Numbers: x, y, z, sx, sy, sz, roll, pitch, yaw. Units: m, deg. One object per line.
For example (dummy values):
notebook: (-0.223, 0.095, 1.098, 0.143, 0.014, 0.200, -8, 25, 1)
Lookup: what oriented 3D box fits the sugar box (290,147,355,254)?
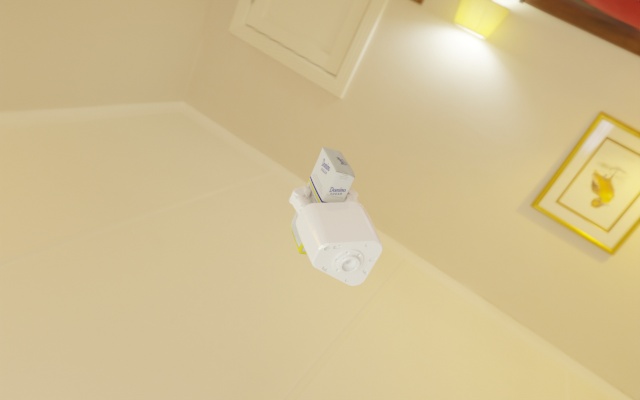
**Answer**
sugar box: (0.001, 0.003, 0.865, 0.048, 0.176, 0.093, 14, 28, -25)
